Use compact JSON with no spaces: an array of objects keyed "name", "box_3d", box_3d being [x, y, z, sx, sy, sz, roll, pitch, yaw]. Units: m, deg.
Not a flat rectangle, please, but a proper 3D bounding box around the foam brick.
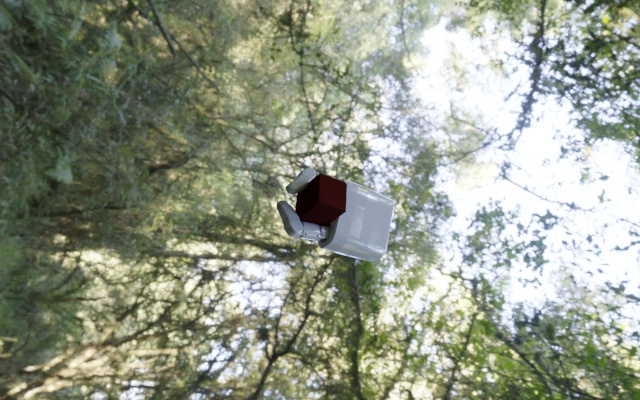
[{"name":"foam brick","box_3d":[0.000,0.002,0.746,0.051,0.053,0.078,19,-33,-24]}]
